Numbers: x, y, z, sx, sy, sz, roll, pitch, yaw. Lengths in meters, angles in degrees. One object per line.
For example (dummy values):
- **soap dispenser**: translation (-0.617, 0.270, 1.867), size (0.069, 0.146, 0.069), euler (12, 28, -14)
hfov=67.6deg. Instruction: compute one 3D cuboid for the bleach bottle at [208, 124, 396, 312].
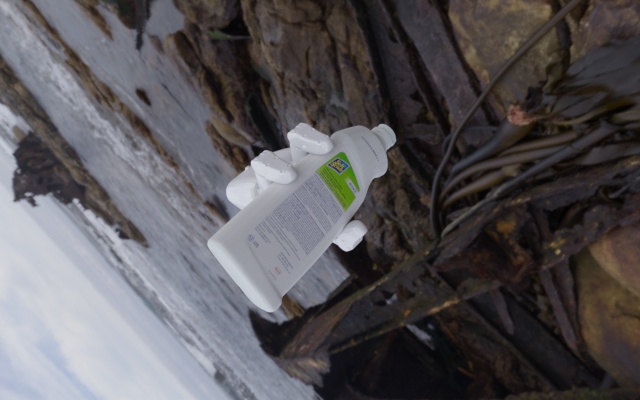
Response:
- **bleach bottle**: translation (0.000, 0.002, 0.539), size (0.250, 0.102, 0.068), euler (-42, 19, -23)
